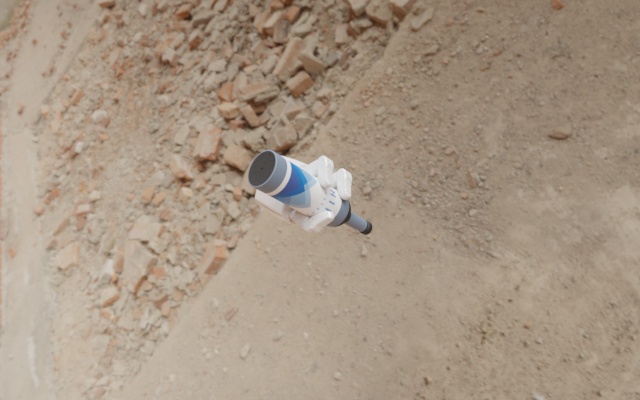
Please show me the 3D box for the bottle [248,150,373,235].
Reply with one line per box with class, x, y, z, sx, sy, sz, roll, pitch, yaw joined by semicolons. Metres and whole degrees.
bottle;0.000;0.003;0.861;0.069;0.069;0.296;0;-22;43
